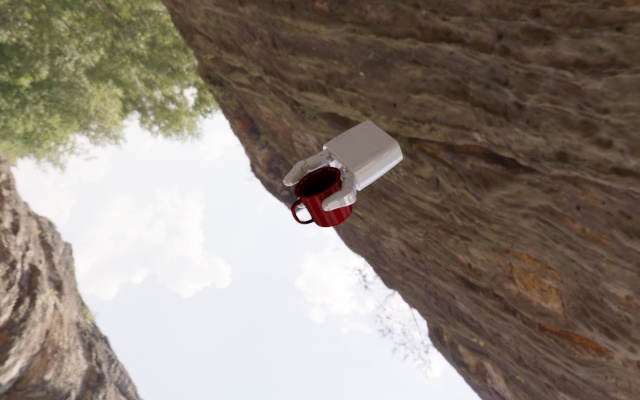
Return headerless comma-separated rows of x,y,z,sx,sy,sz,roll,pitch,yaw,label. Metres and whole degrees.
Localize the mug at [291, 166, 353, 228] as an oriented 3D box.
-0.001,0.004,0.884,0.117,0.081,0.093,-34,31,-10,mug
